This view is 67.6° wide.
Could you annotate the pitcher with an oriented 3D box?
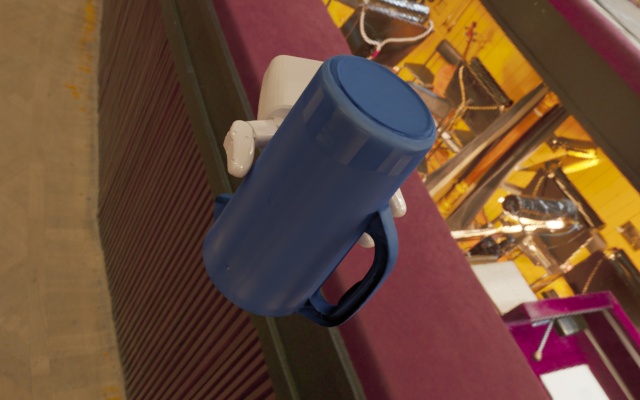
[{"bbox_3d":[0.000,0.001,0.439,0.149,0.145,0.243,19,-48,-22],"label":"pitcher"}]
